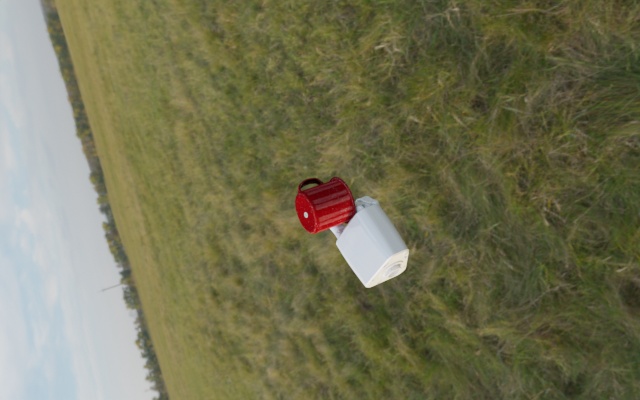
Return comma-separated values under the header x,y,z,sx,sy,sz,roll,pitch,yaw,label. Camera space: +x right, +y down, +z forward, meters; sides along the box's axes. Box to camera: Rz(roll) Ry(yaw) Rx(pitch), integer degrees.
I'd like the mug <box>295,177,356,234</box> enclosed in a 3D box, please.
x,y,z,sx,sy,sz,roll,pitch,yaw,label
-0.001,0.002,0.887,0.081,0.117,0.093,-19,-32,-25,mug
